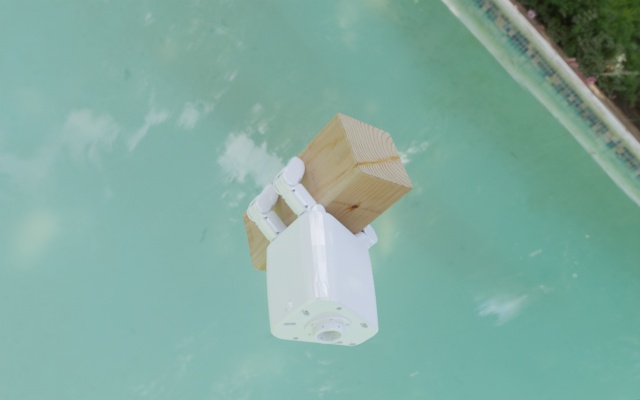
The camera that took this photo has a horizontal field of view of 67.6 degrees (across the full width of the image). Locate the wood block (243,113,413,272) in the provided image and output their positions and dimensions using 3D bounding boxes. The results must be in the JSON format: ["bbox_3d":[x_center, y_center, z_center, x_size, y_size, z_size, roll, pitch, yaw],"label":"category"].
[{"bbox_3d":[0.001,0.002,0.594,0.091,0.090,0.206,14,-44,-40],"label":"wood block"}]
